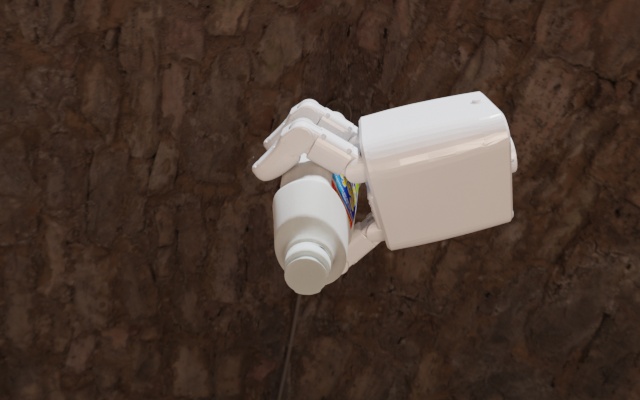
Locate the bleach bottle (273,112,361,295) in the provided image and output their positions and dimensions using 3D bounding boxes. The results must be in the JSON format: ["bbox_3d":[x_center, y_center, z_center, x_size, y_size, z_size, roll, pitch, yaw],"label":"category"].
[{"bbox_3d":[0.000,0.001,0.421,0.068,0.103,0.250,-12,25,9],"label":"bleach bottle"}]
